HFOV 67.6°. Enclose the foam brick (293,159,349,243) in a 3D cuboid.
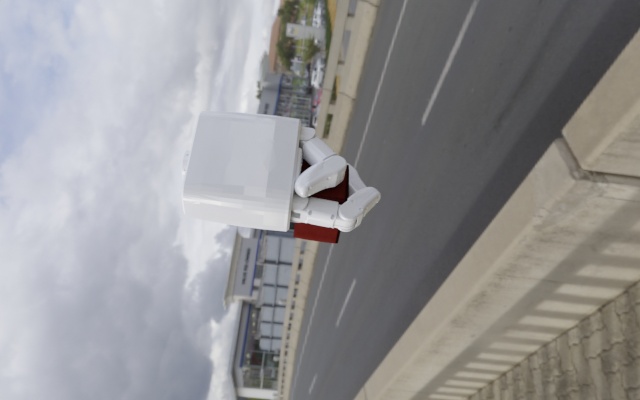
[{"bbox_3d":[0.000,0.002,0.520,0.051,0.053,0.078,6,-41,-3],"label":"foam brick"}]
